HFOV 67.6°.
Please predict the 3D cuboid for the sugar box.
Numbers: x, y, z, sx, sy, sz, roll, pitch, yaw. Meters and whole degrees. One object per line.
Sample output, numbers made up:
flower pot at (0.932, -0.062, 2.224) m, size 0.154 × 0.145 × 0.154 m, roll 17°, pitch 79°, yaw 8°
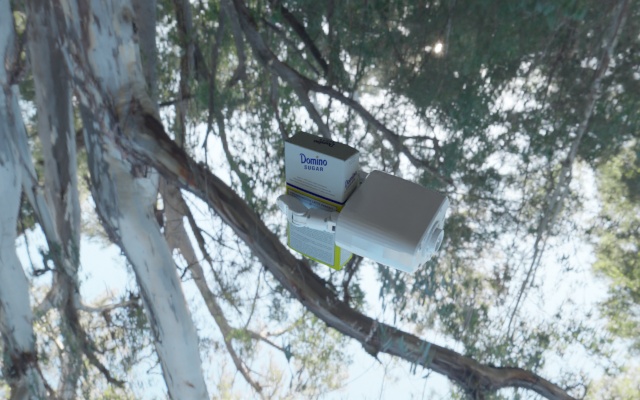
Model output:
sugar box at (0.001, 0.002, 0.645) m, size 0.093 × 0.176 × 0.048 m, roll 22°, pitch 36°, yaw 26°
